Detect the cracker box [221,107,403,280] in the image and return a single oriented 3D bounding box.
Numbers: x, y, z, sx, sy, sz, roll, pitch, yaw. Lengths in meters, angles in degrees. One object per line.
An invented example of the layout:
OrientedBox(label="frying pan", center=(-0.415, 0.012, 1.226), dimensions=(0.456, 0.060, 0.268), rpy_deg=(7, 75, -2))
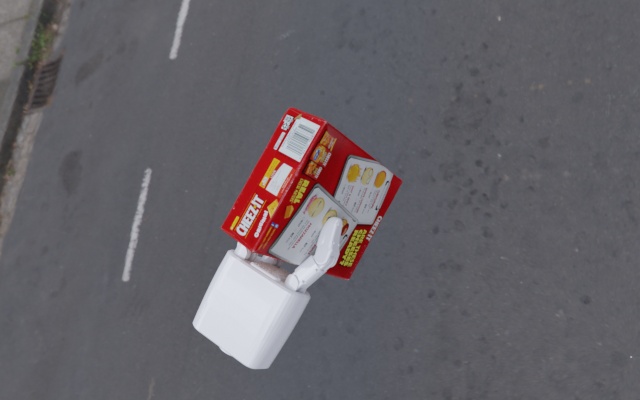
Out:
OrientedBox(label="cracker box", center=(0.000, 0.002, 0.609), dimensions=(0.072, 0.164, 0.214), rpy_deg=(30, 2, 36))
